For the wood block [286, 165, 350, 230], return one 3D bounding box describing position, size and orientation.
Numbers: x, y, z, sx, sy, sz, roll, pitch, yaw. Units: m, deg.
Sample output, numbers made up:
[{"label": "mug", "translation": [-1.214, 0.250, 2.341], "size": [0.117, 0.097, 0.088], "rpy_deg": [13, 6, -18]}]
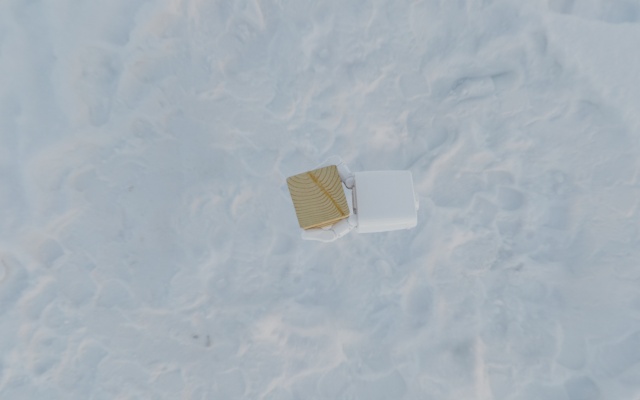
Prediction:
[{"label": "wood block", "translation": [0.000, 0.003, 0.897], "size": [0.090, 0.091, 0.206], "rpy_deg": [-16, -7, 1]}]
